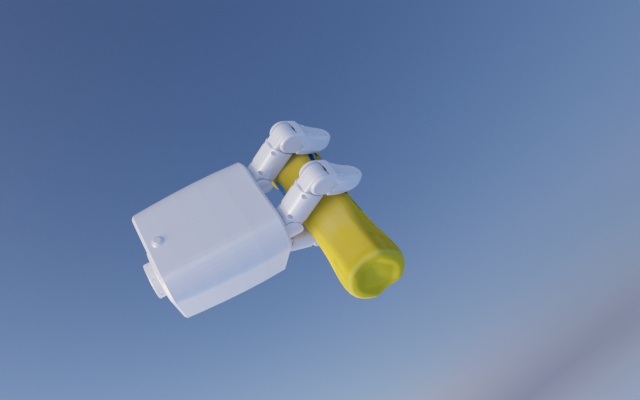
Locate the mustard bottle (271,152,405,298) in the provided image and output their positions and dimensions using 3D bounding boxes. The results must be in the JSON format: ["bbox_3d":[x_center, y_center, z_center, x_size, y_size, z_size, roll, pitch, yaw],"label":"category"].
[{"bbox_3d":[0.000,0.001,0.458,0.058,0.191,0.096,-40,-31,4],"label":"mustard bottle"}]
